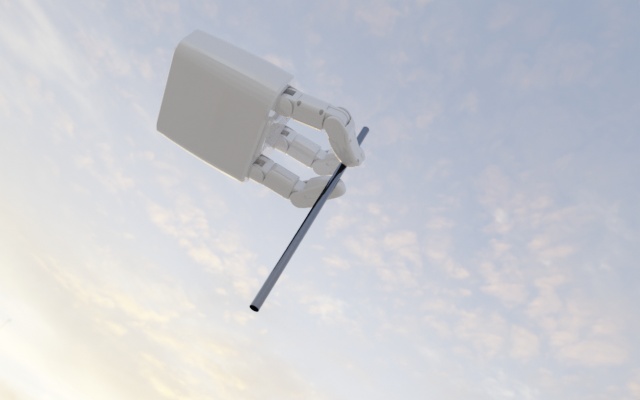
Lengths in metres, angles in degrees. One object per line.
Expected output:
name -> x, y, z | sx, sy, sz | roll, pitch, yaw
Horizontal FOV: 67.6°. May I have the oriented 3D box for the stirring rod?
stirring rod -> 0.000, 0.001, 0.421 | 0.011, 0.011, 0.239 | 0, 39, 31
